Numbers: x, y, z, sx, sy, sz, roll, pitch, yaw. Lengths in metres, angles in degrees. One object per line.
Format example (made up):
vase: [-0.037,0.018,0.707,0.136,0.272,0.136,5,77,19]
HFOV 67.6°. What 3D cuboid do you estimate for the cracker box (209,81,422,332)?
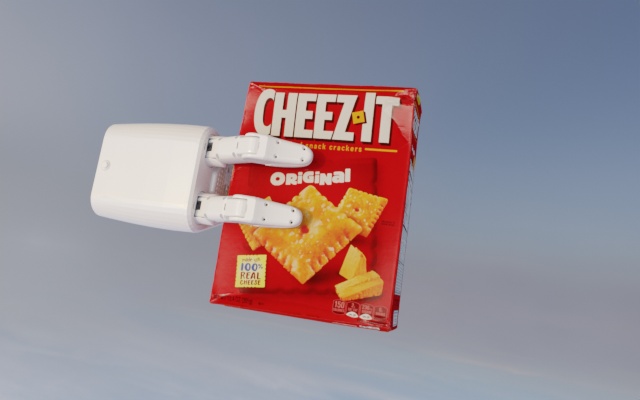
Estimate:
cracker box: [0.000,0.002,0.446,0.164,0.213,0.072,6,-10,14]
